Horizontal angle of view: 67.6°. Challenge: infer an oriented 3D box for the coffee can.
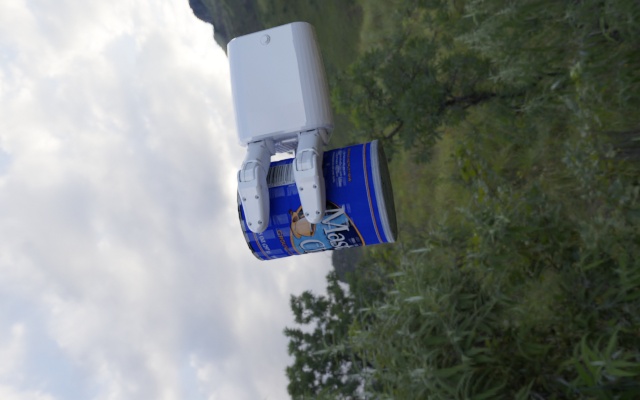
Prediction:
[{"bbox_3d":[0.000,0.002,0.487,0.140,0.103,0.103,-10,-2,13],"label":"coffee can"}]
